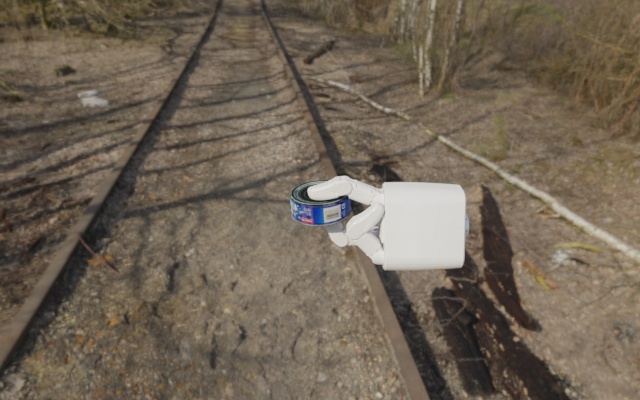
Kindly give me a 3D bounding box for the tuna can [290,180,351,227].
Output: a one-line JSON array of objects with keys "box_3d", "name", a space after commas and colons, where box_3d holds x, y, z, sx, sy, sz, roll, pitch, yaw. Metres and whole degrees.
[{"box_3d": [0.000, 0.002, 0.674, 0.086, 0.034, 0.086, -3, 26, 2], "name": "tuna can"}]
